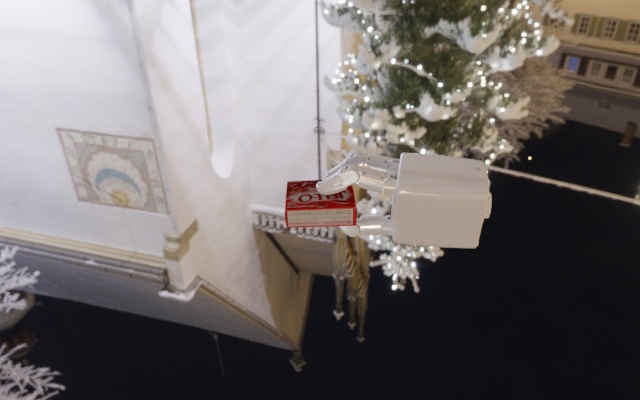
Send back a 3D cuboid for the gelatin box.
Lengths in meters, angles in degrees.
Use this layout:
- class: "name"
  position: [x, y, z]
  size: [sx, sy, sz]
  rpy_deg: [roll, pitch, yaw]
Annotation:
- class: "gelatin box"
  position: [0.000, 0.002, 0.612]
  size: [0.089, 0.030, 0.073]
  rpy_deg: [-2, 31, 0]
